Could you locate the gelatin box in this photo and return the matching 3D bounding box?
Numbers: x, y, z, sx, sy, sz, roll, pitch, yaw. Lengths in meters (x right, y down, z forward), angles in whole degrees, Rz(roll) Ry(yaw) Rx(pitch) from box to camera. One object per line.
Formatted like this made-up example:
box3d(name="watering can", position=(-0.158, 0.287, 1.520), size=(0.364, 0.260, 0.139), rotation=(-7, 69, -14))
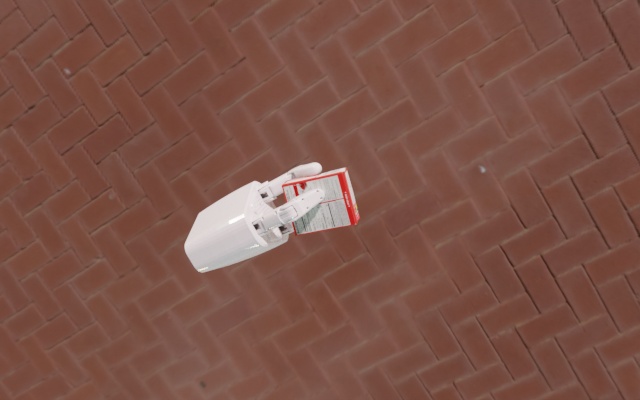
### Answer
box3d(name="gelatin box", position=(0.000, 0.002, 0.634), size=(0.089, 0.073, 0.030), rotation=(-12, 13, 18))
